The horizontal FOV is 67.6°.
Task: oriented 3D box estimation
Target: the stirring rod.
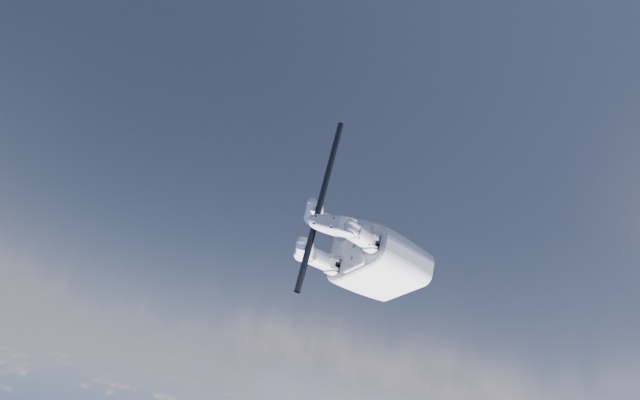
[{"bbox_3d":[0.000,0.002,0.616,0.011,0.239,0.011,13,-22,5],"label":"stirring rod"}]
